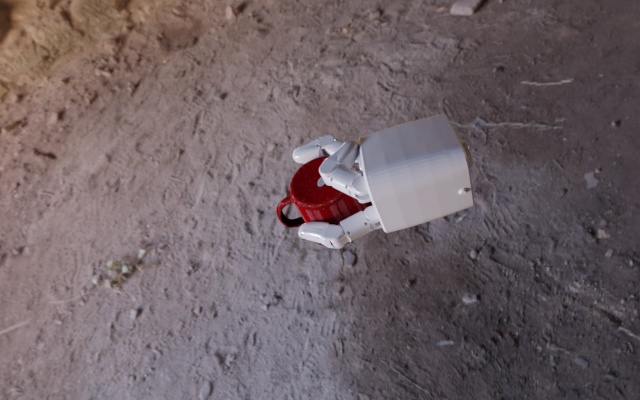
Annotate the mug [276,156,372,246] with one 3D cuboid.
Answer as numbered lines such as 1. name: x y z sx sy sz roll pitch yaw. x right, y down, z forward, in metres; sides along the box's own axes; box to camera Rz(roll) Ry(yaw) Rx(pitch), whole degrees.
1. mug: -0.001 0.002 0.604 0.117 0.093 0.082 -16 -40 11
